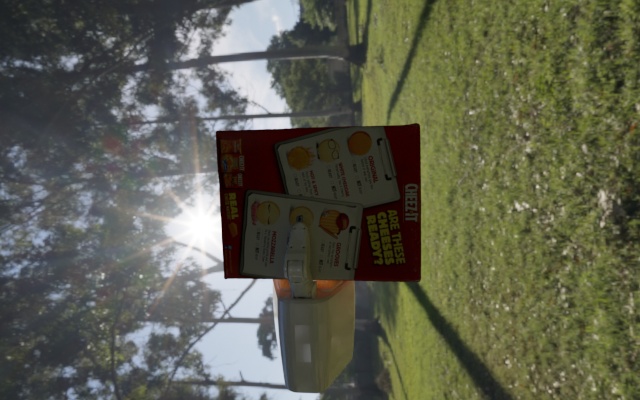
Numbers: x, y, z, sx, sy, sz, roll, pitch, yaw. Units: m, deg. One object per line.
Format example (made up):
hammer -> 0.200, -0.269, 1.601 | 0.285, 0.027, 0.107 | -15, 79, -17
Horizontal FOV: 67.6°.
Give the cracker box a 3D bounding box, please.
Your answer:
cracker box -> 0.000, 0.002, 0.527 | 0.214, 0.164, 0.072 | -1, 8, 7
